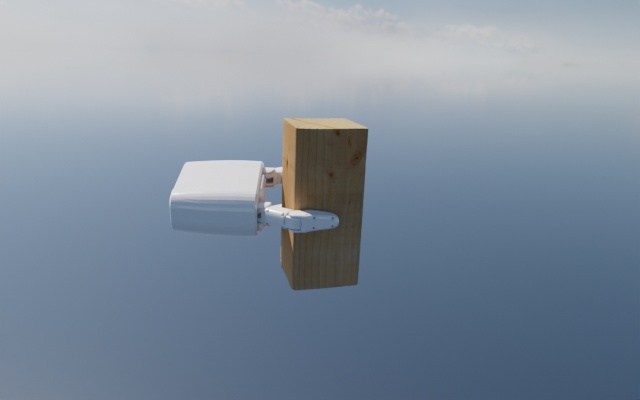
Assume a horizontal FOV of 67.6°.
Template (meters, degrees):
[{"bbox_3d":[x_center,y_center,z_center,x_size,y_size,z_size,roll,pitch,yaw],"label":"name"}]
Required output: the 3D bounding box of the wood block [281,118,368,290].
[{"bbox_3d":[0.000,0.002,0.624,0.090,0.206,0.090,-2,18,-15],"label":"wood block"}]
